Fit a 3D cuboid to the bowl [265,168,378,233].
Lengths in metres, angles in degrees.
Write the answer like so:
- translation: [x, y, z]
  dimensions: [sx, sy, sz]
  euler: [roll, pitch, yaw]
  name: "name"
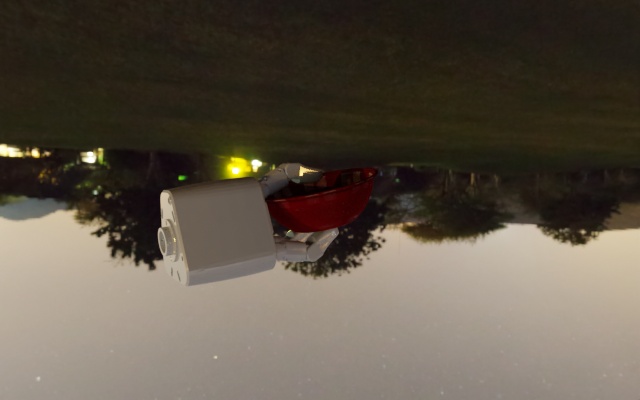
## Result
- translation: [0.001, 0.002, 0.623]
  dimensions: [0.162, 0.055, 0.162]
  euler: [-12, 11, 2]
  name: "bowl"
